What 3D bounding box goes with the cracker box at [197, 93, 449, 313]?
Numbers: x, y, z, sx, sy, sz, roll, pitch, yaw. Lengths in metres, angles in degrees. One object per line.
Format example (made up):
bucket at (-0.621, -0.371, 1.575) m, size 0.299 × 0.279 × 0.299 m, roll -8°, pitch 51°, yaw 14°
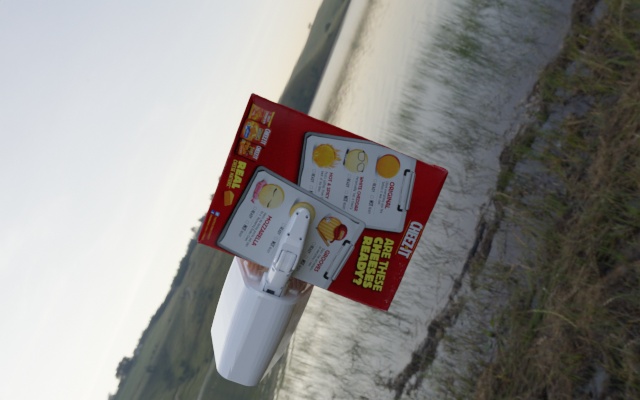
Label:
cracker box at (0.000, 0.002, 0.512) m, size 0.214 × 0.164 × 0.072 m, roll 21°, pitch 10°, yaw -5°
